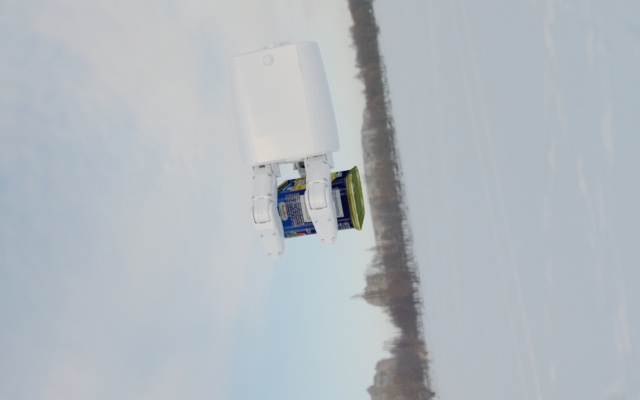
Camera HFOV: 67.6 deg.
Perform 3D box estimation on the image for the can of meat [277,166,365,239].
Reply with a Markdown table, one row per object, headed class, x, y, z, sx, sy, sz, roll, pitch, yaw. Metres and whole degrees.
| class | x | y | z | sx | sy | sz | roll | pitch | yaw |
| --- | --- | --- | --- | --- | --- | --- | --- | --- | --- |
| can of meat | 0.000 | 0.002 | 0.507 | 0.084 | 0.057 | 0.102 | -9 | 10 | 10 |
